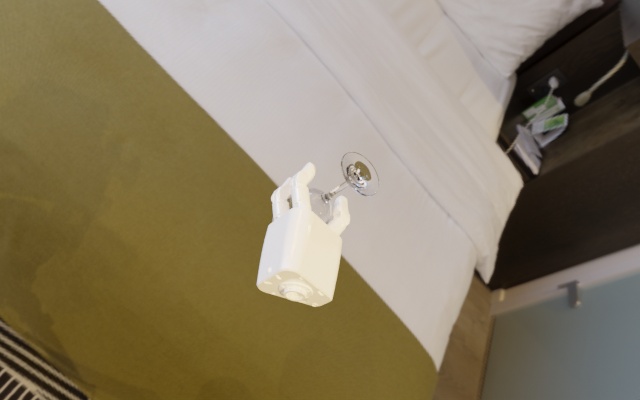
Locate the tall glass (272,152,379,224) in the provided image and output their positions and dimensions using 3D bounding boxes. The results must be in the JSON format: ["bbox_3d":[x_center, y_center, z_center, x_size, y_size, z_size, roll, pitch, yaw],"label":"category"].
[{"bbox_3d":[0.001,0.002,0.776,0.079,0.079,0.201,0,-25,-41],"label":"tall glass"}]
